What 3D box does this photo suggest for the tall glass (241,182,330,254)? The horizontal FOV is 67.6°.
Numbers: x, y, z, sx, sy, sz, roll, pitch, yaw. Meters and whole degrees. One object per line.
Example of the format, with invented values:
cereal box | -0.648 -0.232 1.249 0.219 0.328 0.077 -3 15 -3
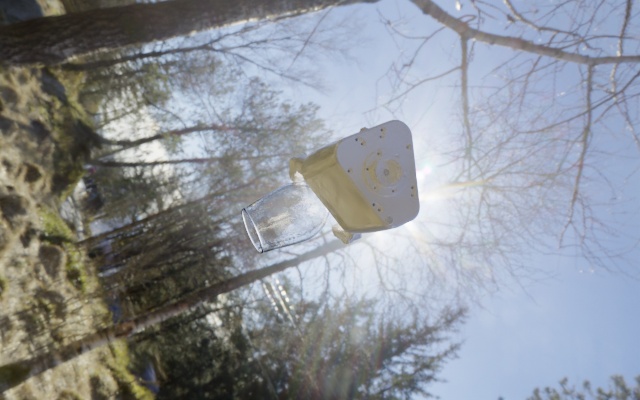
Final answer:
tall glass | 0.001 0.002 0.631 0.201 0.079 0.079 -23 8 -19
